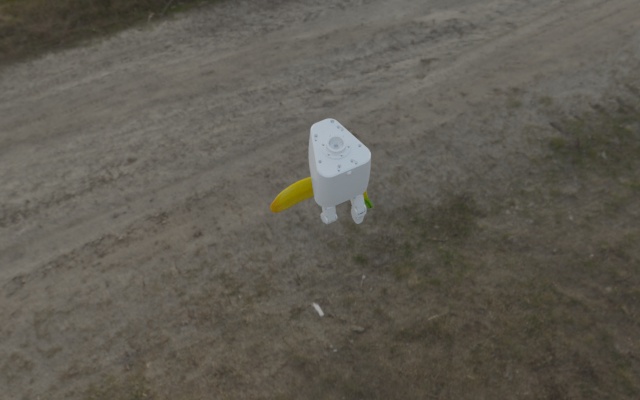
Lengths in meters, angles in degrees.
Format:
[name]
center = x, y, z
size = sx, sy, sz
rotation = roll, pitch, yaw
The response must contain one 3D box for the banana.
[banana]
center = 0.002, -0.016, 0.903
size = 0.198, 0.069, 0.037
rotation = -3, -9, -6
